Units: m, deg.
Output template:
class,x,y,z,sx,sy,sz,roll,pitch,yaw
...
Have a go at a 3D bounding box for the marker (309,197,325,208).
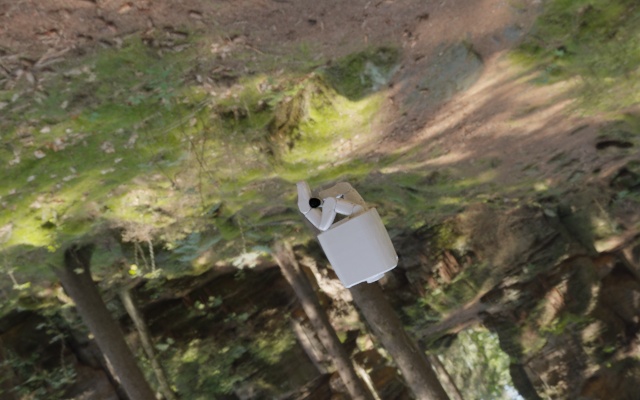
class,x,y,z,sx,sy,sz,roll,pitch,yaw
marker,0.000,0.003,0.891,0.020,0.020,0.121,0,2,12
